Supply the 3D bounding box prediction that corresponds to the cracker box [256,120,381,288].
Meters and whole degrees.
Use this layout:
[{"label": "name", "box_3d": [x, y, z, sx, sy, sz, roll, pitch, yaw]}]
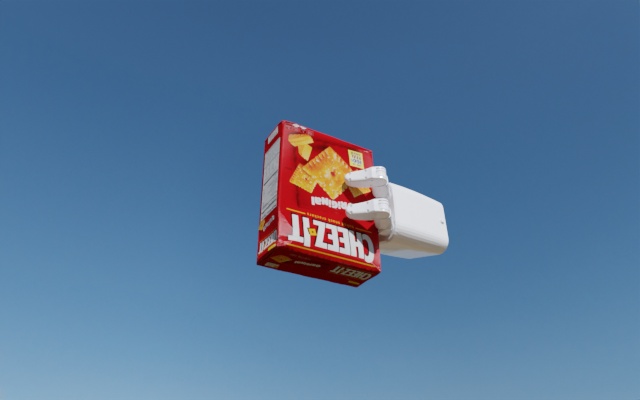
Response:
[{"label": "cracker box", "box_3d": [0.000, 0.002, 0.697, 0.164, 0.213, 0.072, 17, -36, -25]}]
